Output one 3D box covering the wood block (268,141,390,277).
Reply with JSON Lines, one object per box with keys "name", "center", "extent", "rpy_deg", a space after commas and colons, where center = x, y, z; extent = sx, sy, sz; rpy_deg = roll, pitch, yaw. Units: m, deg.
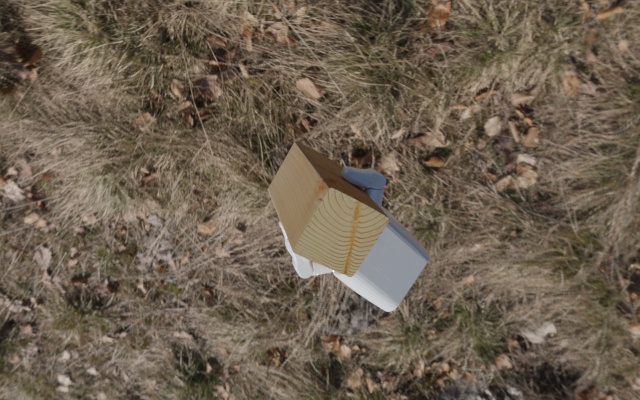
{"name": "wood block", "center": [0.001, 0.002, 0.645], "extent": [0.090, 0.091, 0.206], "rpy_deg": [27, 12, -23]}
